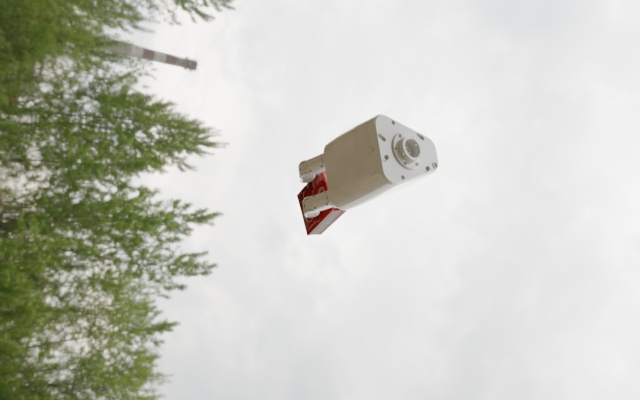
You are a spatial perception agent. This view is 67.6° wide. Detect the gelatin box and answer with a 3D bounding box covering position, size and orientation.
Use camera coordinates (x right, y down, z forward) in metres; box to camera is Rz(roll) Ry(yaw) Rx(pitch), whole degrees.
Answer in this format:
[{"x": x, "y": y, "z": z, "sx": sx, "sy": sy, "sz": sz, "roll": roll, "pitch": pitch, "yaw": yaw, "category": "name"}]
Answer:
[{"x": 0.000, "y": 0.003, "z": 0.733, "sx": 0.030, "sy": 0.073, "sz": 0.089, "roll": 0, "pitch": -29, "yaw": -31, "category": "gelatin box"}]
